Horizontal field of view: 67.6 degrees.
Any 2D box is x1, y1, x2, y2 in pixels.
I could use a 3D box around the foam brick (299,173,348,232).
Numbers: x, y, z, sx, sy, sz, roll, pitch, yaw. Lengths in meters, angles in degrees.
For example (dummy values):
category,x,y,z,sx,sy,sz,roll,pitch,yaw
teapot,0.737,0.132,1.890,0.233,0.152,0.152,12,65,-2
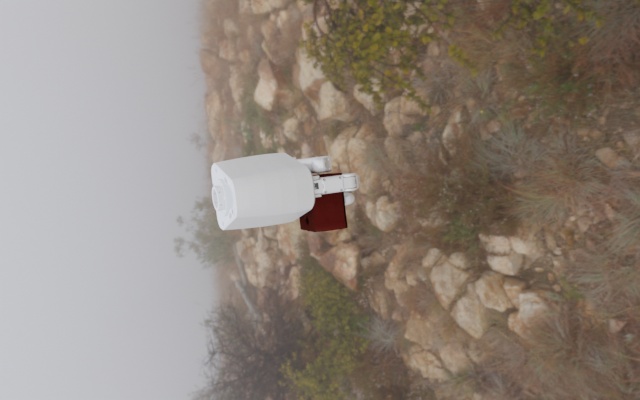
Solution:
category,x,y,z,sx,sy,sz,roll,pitch,yaw
foam brick,0.000,0.002,0.667,0.051,0.078,0.053,-9,6,-26
